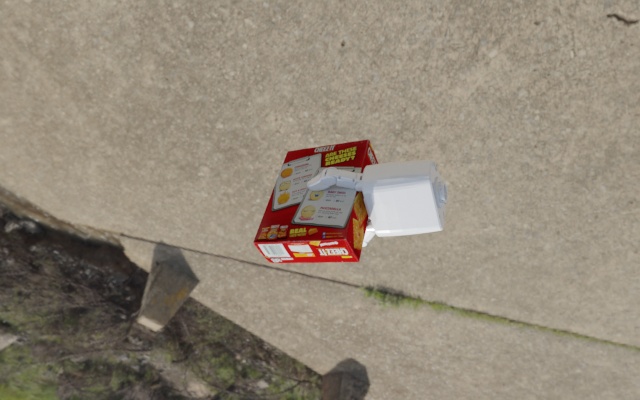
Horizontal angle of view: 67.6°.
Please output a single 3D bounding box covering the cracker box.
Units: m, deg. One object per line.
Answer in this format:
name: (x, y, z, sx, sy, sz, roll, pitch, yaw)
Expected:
cracker box: (0.000, 0.003, 0.808, 0.164, 0.213, 0.072, -5, -43, 25)
